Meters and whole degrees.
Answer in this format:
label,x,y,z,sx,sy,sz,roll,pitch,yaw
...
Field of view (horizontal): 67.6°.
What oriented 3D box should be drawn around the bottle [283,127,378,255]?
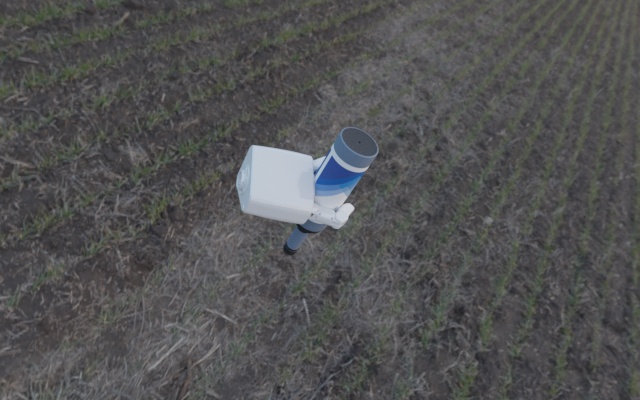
label,x,y,z,sx,sy,sz,roll,pitch,yaw
bottle,0.000,0.003,0.831,0.069,0.069,0.296,0,-39,-32
